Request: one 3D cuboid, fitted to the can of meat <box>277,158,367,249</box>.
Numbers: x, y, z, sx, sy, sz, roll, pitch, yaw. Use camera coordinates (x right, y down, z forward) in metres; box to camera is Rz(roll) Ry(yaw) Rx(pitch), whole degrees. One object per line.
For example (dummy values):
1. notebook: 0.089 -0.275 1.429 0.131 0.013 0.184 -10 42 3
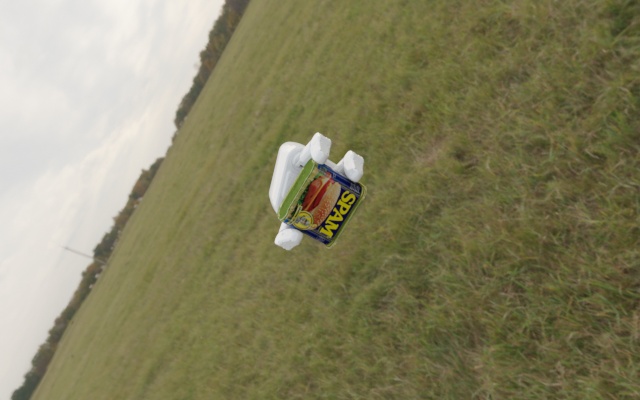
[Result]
1. can of meat: 0.000 0.002 0.661 0.084 0.102 0.057 29 9 -18
